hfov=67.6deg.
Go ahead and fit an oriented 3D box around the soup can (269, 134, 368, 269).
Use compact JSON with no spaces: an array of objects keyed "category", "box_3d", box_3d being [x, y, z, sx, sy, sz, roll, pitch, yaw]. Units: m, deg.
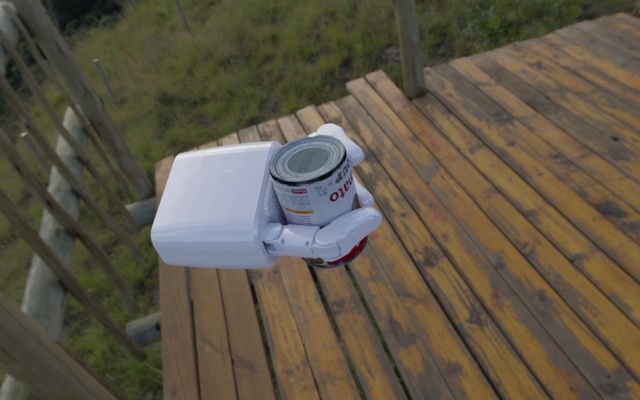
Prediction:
[{"category":"soup can","box_3d":[0.000,0.001,0.423,0.068,0.102,0.068,-10,39,9]}]
